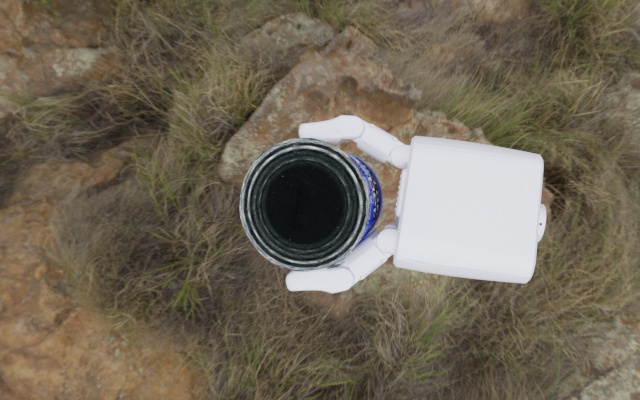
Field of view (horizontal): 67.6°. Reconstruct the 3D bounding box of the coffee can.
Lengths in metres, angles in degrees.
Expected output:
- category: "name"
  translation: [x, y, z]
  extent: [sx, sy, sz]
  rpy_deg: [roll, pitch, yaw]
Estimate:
- category: "coffee can"
  translation: [0.000, 0.001, 0.430]
  extent: [0.103, 0.103, 0.140]
  rpy_deg: [0, 2, 11]
